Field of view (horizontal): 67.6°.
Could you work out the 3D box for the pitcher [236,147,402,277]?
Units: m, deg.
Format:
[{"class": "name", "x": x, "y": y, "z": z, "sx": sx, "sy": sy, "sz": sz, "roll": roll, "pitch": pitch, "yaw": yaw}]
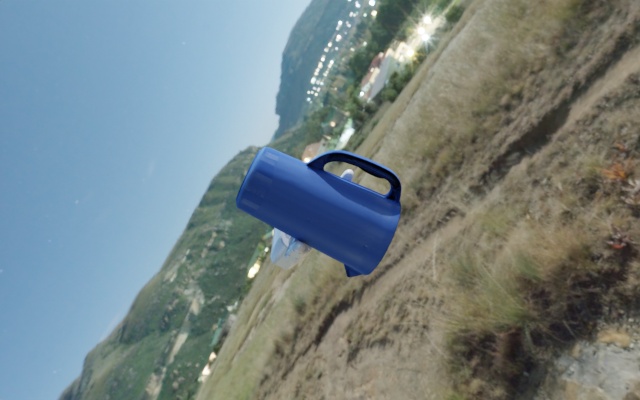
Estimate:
[{"class": "pitcher", "x": 0.000, "y": 0.003, "z": 0.757, "sx": 0.243, "sy": 0.149, "sz": 0.145, "roll": 25, "pitch": -29, "yaw": -6}]
